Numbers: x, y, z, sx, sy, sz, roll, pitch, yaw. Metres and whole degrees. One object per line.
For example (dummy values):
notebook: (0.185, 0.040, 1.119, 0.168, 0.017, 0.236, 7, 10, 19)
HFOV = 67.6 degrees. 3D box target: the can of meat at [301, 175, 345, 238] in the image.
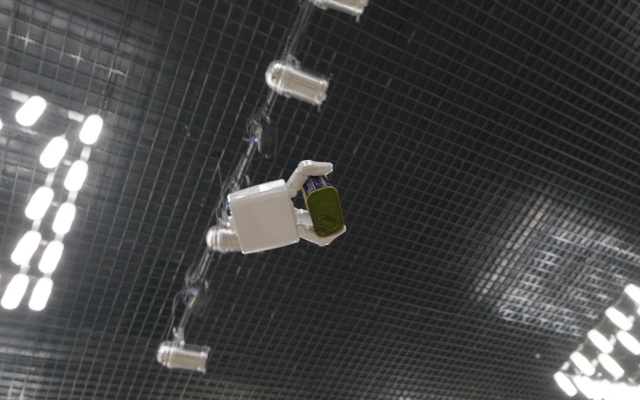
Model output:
can of meat: (0.000, 0.003, 0.875, 0.057, 0.102, 0.084, -18, 32, -6)
